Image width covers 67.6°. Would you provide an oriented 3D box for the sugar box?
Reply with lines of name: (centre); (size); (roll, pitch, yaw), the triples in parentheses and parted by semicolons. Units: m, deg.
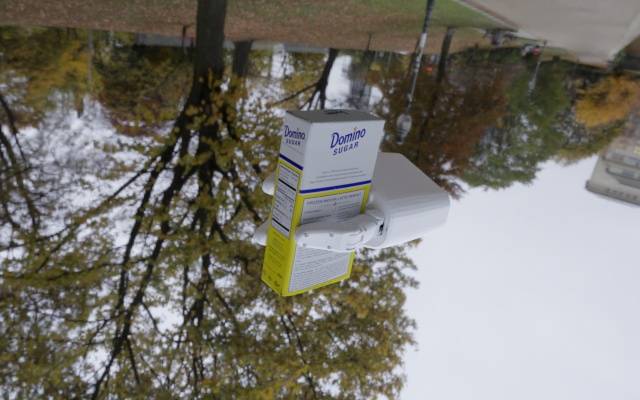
sugar box: (0.000, 0.001, 0.464); (0.093, 0.176, 0.048); (-9, 27, -40)
